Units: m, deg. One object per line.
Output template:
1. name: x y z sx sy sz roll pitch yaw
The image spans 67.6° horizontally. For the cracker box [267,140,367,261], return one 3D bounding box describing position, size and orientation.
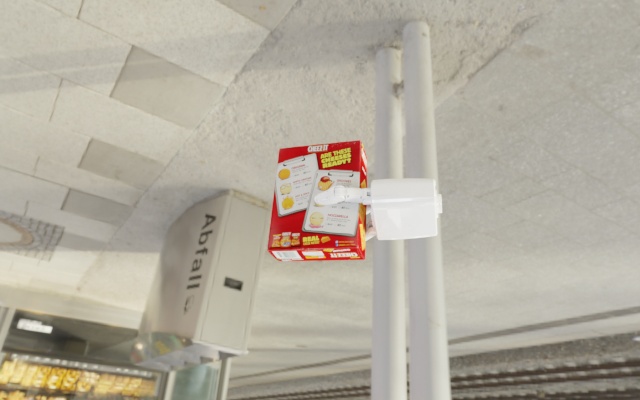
1. cracker box: 0.000 0.003 0.877 0.164 0.213 0.072 -4 -28 15
